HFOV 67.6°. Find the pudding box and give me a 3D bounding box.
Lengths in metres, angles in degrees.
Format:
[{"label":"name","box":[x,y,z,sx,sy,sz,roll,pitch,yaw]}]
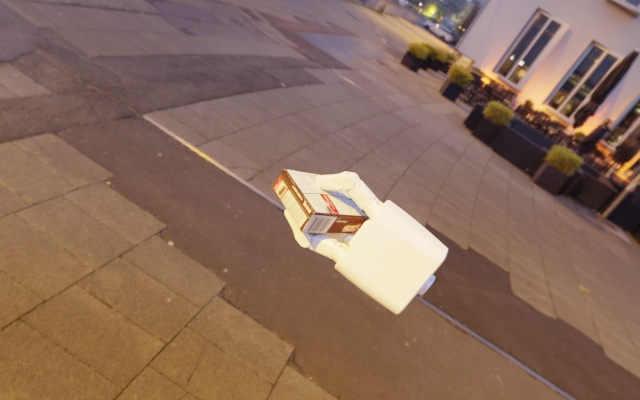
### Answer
[{"label":"pudding box","box":[0.000,0.002,0.670,0.113,0.039,0.090,7,38,-47]}]
